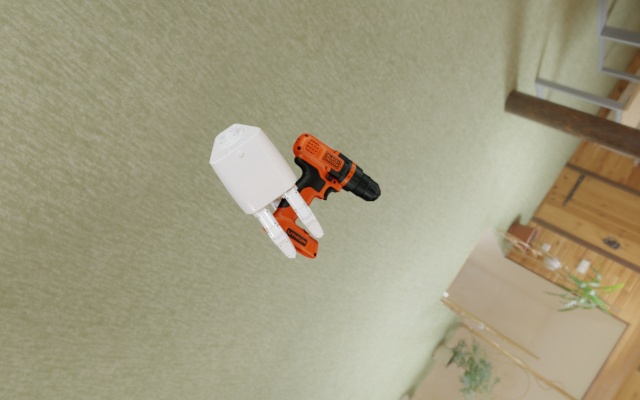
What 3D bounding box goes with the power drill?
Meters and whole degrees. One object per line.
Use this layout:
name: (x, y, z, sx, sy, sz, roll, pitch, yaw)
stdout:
power drill: (0.000, 0.003, 0.830, 0.184, 0.187, 0.057, 33, -15, -17)
